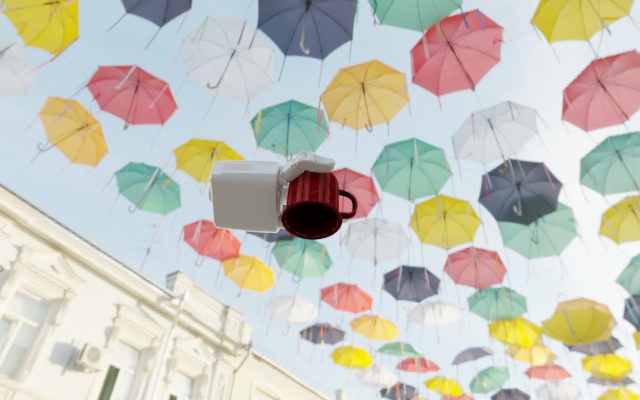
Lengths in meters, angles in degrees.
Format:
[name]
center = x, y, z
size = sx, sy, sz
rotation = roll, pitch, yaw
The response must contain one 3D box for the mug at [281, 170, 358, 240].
[mug]
center = 0.002, 0.002, 0.747
size = 0.117, 0.081, 0.093
rotation = 3, -43, 0
